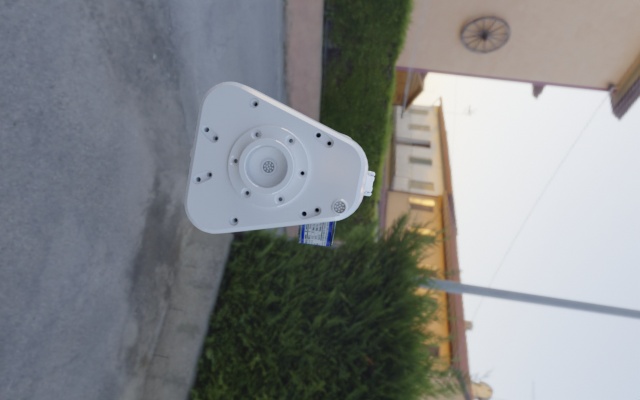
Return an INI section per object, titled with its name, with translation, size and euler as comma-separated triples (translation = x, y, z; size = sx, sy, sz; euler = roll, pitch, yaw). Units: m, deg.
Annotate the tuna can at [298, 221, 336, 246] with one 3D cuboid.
[tuna can]
translation = 0.001, 0.002, 0.468
size = 0.034, 0.086, 0.086
euler = 8, 0, 0
